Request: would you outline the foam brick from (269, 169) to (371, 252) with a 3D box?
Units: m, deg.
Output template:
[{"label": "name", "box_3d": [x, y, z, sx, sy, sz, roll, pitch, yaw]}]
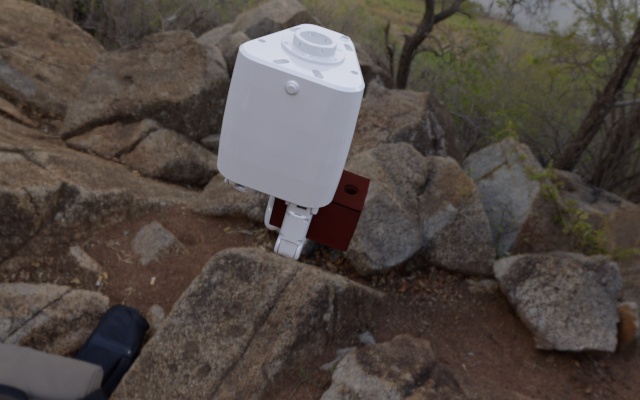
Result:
[{"label": "foam brick", "box_3d": [0.000, 0.002, 0.436, 0.078, 0.051, 0.053, 20, 37, 2]}]
